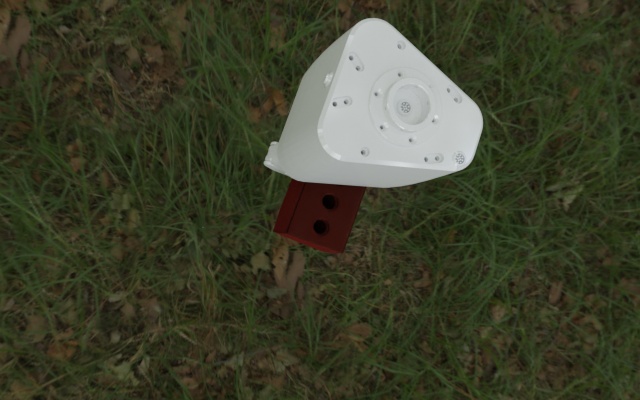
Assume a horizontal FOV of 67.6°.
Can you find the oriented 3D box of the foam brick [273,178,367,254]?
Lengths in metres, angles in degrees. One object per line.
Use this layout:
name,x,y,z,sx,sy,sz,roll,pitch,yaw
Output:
foam brick,0.000,0.002,0.412,0.053,0.078,0.051,21,-8,-18
